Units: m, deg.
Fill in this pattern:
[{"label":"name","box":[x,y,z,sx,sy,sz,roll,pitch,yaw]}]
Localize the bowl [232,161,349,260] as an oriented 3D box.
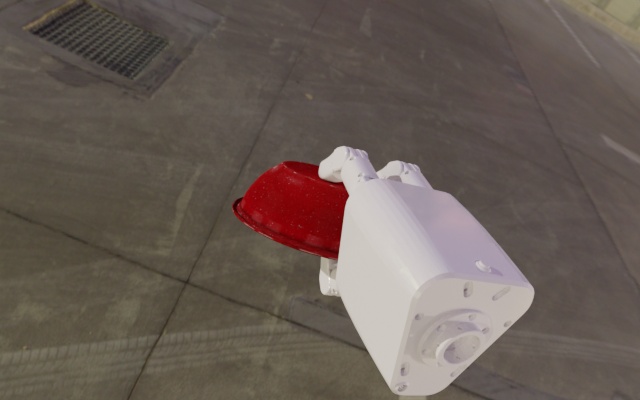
[{"label":"bowl","box":[-0.001,0.001,0.463,0.162,0.055,0.162,16,12,-4]}]
